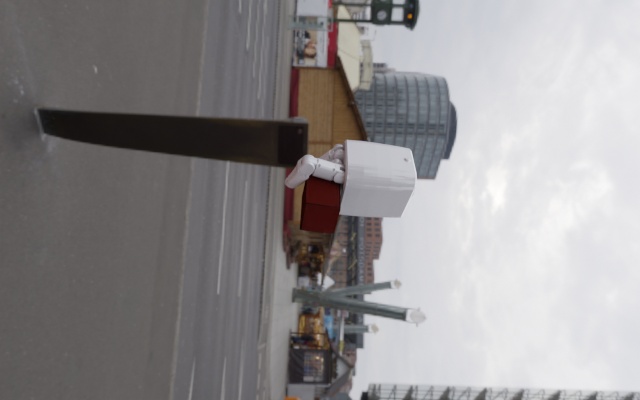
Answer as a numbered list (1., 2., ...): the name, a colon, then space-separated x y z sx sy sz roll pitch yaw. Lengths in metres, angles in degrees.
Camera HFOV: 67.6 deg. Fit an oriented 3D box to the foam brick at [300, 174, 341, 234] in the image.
1. foam brick: 0.000 0.003 0.700 0.051 0.053 0.078 9 40 -6
